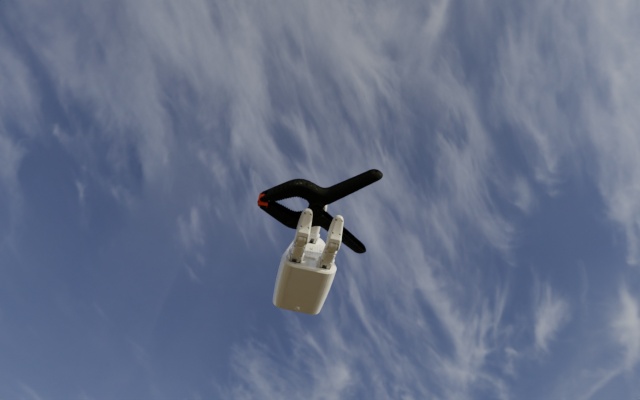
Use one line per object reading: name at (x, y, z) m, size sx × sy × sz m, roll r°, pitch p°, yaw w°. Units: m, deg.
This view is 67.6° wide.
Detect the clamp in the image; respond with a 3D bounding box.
clamp at (0.000, 0.002, 0.820) m, size 0.210 × 0.165 × 0.036 m, roll 13°, pitch 26°, yaw -7°
